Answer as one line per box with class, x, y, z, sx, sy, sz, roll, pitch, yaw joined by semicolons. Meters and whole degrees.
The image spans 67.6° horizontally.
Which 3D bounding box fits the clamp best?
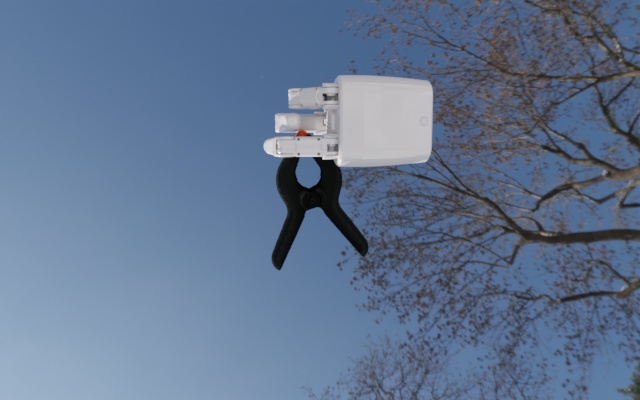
clamp;0.000;0.002;0.579;0.120;0.171;0.039;-2;15;-10
